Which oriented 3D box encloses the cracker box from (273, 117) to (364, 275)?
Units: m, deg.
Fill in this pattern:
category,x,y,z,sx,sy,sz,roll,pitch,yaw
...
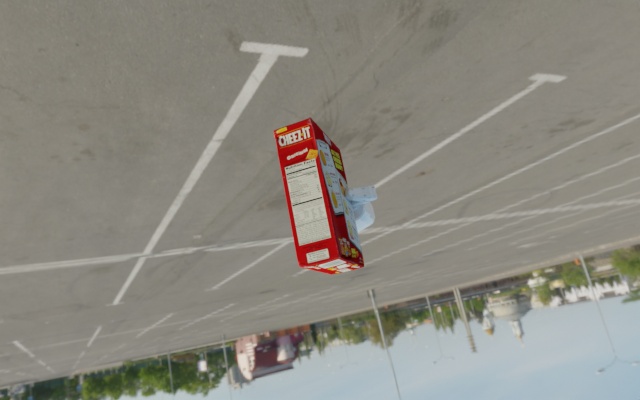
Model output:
category,x,y,z,sx,sy,sz,roll,pitch,yaw
cracker box,0.000,0.003,0.749,0.072,0.213,0.164,-16,-16,14
